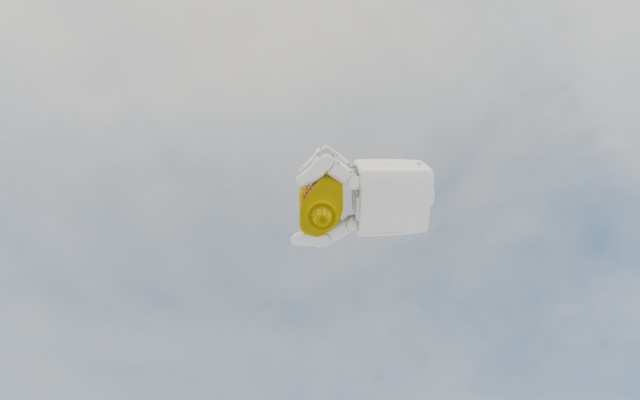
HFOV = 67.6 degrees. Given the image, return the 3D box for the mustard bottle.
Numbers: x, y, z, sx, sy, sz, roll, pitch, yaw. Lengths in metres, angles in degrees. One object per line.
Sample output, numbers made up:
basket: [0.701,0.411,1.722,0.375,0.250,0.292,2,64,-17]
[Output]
mustard bottle: [0.000,0.002,0.714,0.058,0.096,0.191,23,13,-8]
